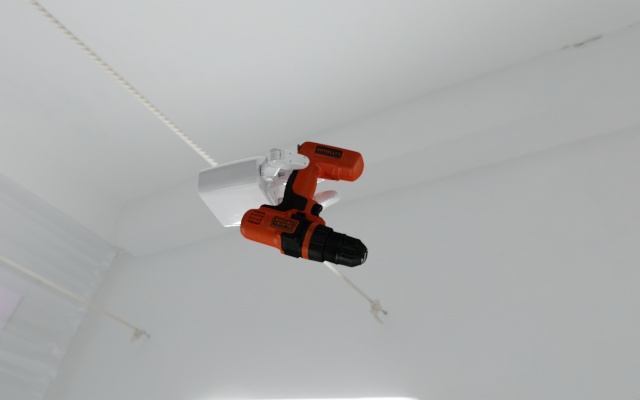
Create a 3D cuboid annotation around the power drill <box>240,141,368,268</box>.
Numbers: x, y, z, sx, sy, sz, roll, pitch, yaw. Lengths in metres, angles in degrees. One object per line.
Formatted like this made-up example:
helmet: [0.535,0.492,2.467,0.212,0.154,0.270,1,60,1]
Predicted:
power drill: [0.000,0.002,0.692,0.184,0.187,0.057,15,-38,15]
